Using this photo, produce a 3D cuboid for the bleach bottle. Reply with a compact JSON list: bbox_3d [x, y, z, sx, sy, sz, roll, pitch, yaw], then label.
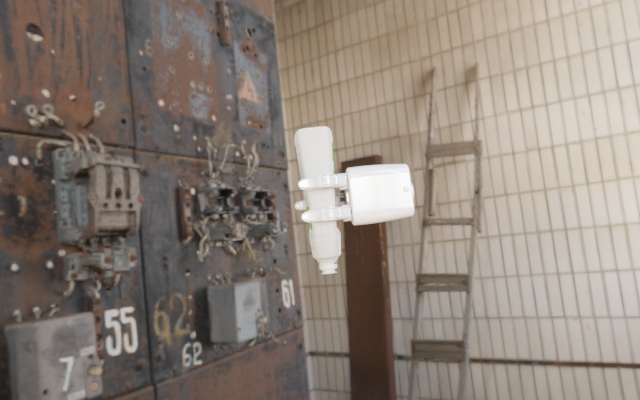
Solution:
[{"bbox_3d":[0.000,0.003,0.846,0.068,0.251,0.102,-6,-4,-2],"label":"bleach bottle"}]
